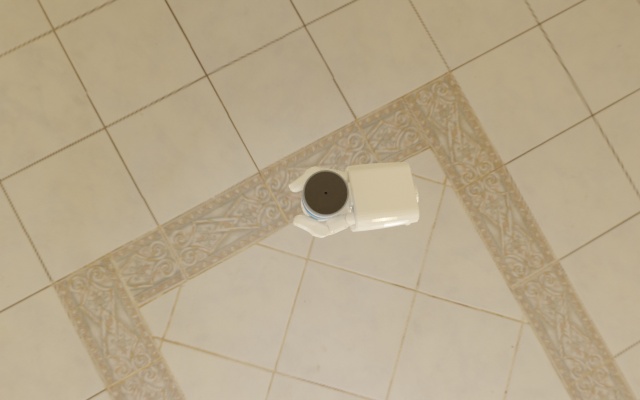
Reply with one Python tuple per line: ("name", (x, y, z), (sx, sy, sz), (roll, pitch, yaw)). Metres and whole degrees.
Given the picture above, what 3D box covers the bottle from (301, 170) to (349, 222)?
("bottle", (0.000, 0.003, 0.825), (0.069, 0.069, 0.296), (0, -5, -3))
